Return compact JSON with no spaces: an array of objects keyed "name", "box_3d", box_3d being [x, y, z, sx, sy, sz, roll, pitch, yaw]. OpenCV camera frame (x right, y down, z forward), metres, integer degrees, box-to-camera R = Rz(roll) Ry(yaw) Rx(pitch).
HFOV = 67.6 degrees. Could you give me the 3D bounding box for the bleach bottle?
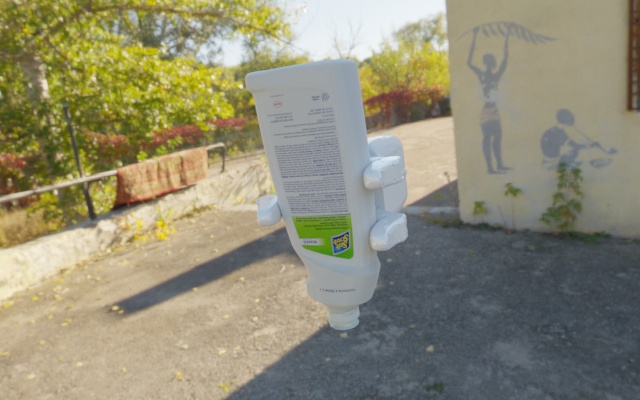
[{"name":"bleach bottle","box_3d":[0.000,0.001,0.452,0.102,0.251,0.068,-2,14,25]}]
